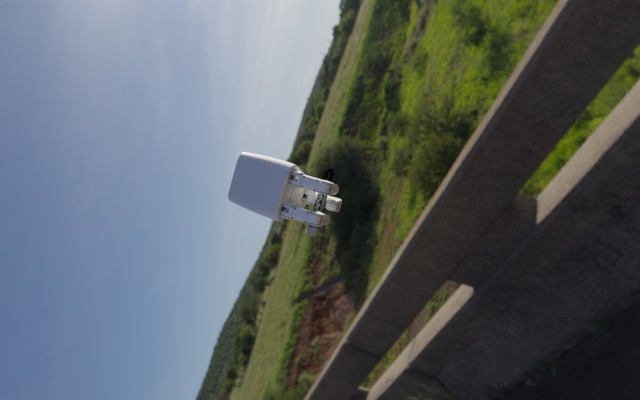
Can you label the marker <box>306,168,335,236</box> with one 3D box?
[{"bbox_3d":[0.000,0.003,0.835,0.020,0.121,0.020,17,4,-1],"label":"marker"}]
